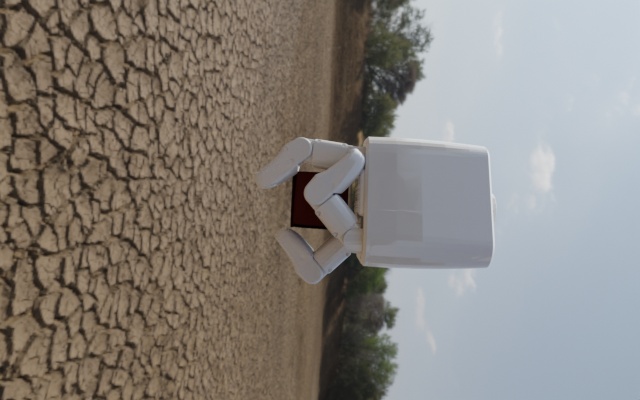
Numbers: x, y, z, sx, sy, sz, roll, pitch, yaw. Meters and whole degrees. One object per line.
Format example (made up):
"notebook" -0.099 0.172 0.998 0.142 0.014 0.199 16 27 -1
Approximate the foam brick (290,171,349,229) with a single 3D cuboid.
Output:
"foam brick" 0.000 0.001 0.463 0.051 0.053 0.078 3 -1 1
